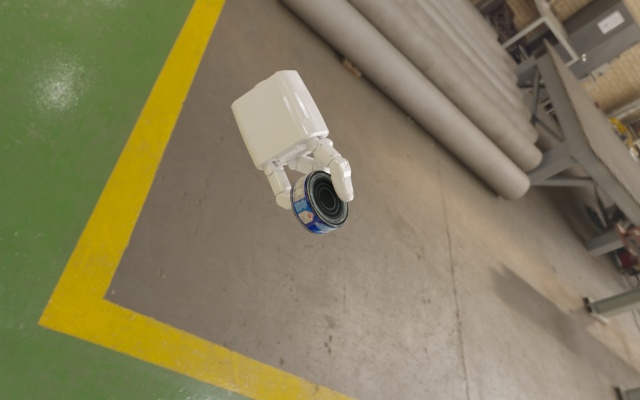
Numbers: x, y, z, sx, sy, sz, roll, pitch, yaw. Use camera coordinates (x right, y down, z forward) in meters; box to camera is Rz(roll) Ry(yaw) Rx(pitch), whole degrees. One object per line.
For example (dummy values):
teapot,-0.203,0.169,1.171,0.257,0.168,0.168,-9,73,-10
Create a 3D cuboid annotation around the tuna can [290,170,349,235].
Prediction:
tuna can,0.001,0.002,0.658,0.034,0.086,0.086,-26,-17,37
